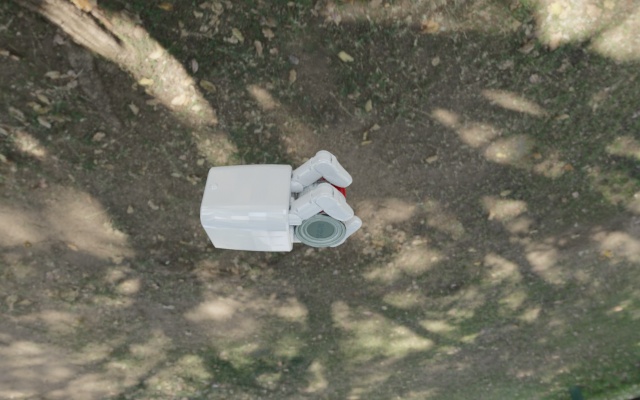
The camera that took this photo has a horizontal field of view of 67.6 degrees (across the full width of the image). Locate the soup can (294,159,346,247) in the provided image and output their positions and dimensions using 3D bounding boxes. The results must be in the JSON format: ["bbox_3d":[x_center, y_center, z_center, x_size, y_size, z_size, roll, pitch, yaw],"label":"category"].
[{"bbox_3d":[0.001,0.002,0.633,0.068,0.102,0.069,0,-42,0],"label":"soup can"}]
